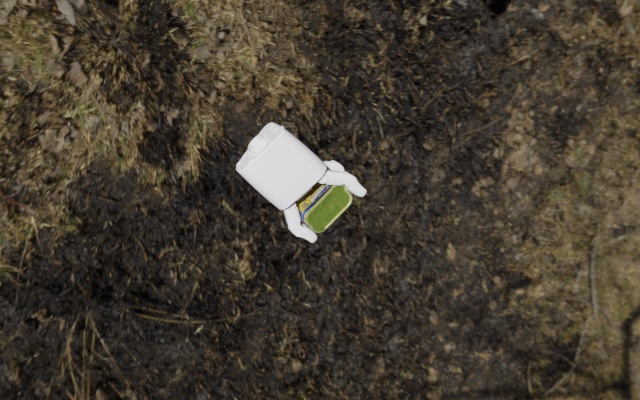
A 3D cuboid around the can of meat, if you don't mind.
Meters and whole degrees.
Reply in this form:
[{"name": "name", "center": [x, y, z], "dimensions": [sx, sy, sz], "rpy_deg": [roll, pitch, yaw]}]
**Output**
[{"name": "can of meat", "center": [0.000, 0.003, 0.878], "dimensions": [0.057, 0.102, 0.084], "rpy_deg": [46, -4, -28]}]
